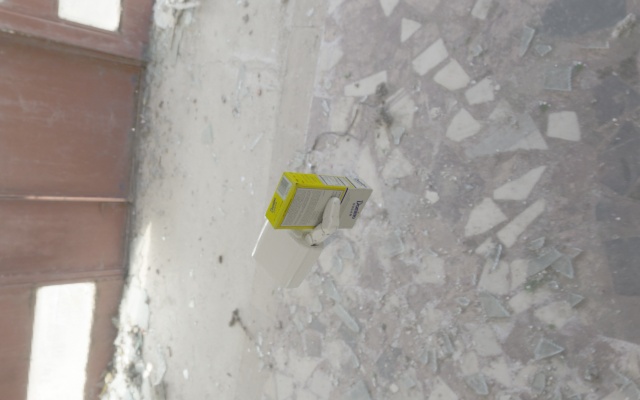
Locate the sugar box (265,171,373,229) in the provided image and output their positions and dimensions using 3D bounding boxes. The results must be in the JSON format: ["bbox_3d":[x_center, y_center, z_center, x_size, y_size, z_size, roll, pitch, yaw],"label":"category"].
[{"bbox_3d":[0.000,0.002,0.828,0.176,0.093,0.048,1,35,-42],"label":"sugar box"}]
